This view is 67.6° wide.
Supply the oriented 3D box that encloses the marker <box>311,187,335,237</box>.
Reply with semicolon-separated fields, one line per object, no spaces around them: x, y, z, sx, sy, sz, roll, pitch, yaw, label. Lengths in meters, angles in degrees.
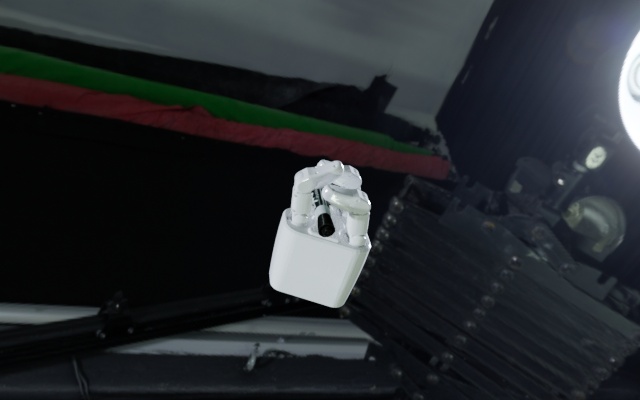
0.000;0.002;0.556;0.020;0.020;0.121;0;34;-9;marker
